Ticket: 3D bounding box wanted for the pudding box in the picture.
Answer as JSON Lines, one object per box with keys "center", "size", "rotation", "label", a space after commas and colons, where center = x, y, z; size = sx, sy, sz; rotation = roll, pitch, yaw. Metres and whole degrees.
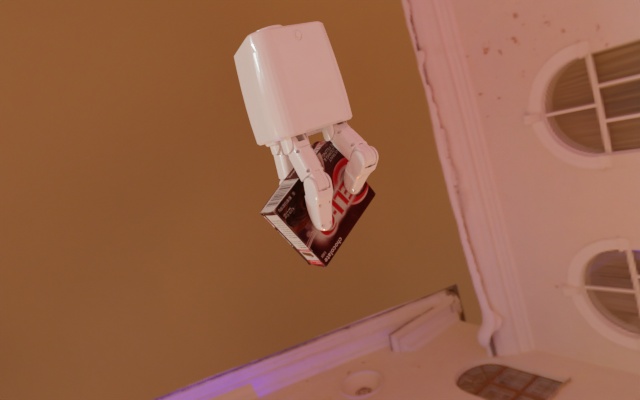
{"center": [0.000, 0.002, 0.526], "size": [0.090, 0.113, 0.039], "rotation": [48, -26, -24], "label": "pudding box"}
